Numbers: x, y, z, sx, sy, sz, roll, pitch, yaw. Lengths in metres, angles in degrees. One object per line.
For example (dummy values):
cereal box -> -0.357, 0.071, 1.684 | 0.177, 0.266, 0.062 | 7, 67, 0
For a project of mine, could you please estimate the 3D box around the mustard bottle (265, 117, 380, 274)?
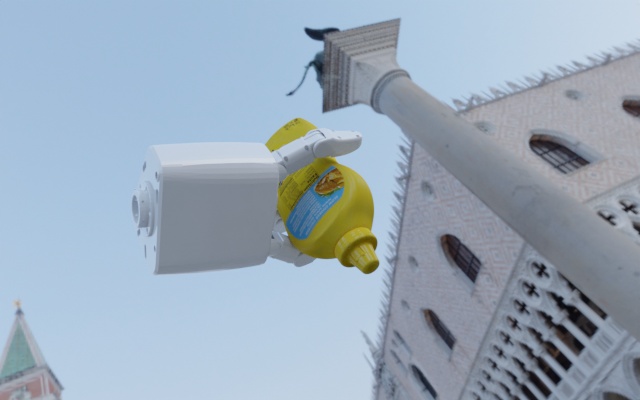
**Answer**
mustard bottle -> 0.000, 0.001, 0.484 | 0.058, 0.096, 0.191 | 25, 20, -47
